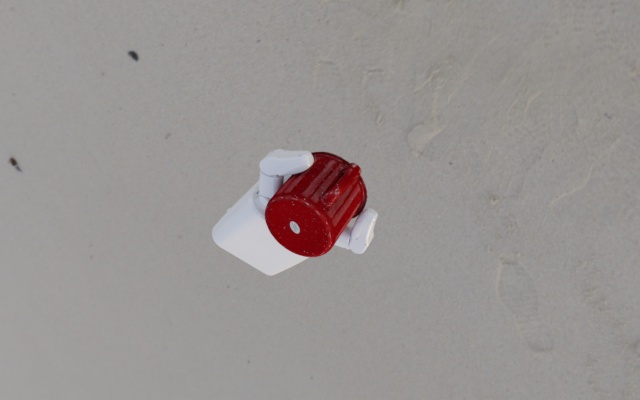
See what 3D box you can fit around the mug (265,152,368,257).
[{"bbox_3d":[0.001,0.001,0.506,0.117,0.093,0.081,-36,11,43],"label":"mug"}]
